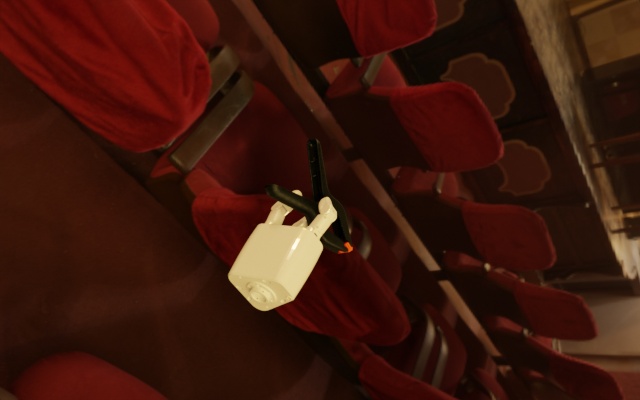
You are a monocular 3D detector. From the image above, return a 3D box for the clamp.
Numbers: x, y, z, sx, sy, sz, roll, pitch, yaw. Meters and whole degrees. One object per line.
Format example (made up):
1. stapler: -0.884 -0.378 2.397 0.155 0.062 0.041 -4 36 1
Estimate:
1. clamp: 0.001 0.003 0.844 0.036 0.210 0.164 -12 35 39
